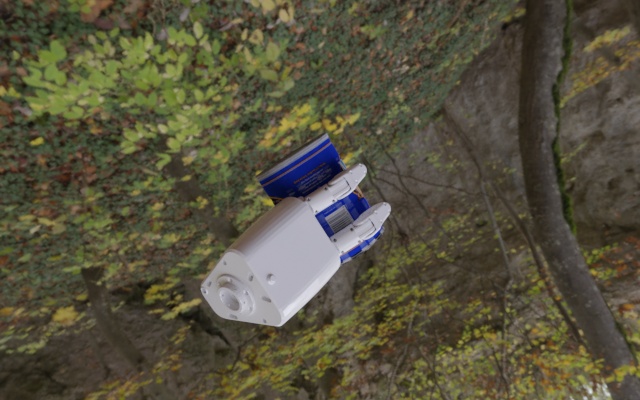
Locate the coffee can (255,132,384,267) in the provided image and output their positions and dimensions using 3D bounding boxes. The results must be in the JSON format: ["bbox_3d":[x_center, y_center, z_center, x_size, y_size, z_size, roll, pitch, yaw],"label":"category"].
[{"bbox_3d":[0.000,0.002,0.593,0.103,0.140,0.103,-32,8,5],"label":"coffee can"}]
